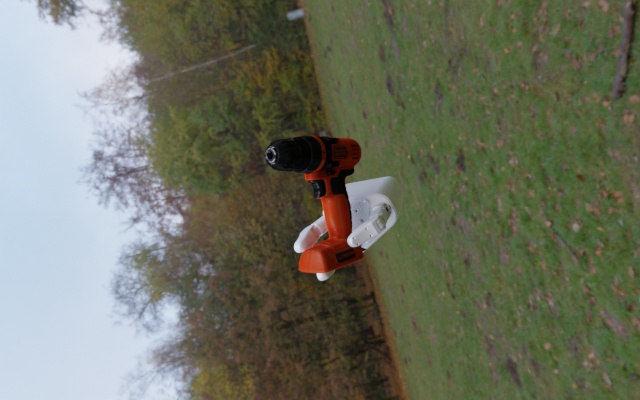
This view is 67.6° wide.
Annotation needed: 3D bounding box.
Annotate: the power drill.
[{"bbox_3d":[0.000,0.003,0.667,0.057,0.187,0.184,0,6,40],"label":"power drill"}]
